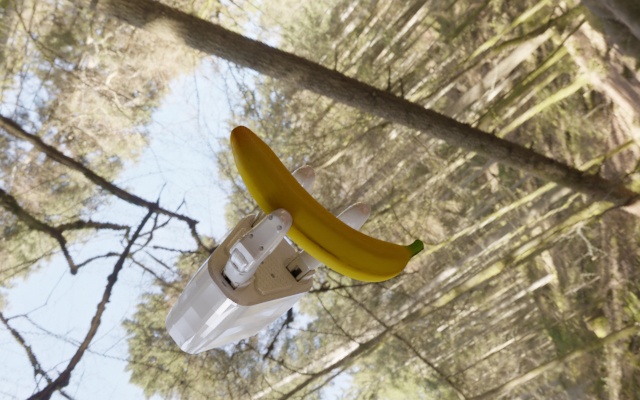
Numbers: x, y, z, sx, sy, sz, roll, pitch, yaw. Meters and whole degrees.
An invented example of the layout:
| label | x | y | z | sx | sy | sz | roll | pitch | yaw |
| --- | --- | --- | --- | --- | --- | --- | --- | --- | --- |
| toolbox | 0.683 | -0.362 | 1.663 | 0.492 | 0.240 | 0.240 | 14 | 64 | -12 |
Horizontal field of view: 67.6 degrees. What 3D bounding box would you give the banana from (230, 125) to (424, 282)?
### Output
| label | x | y | z | sx | sy | sz | roll | pitch | yaw |
| --- | --- | --- | --- | --- | --- | --- | --- | --- | --- |
| banana | -0.001 | 0.014 | 0.395 | 0.198 | 0.037 | 0.069 | 34 | 37 | -11 |
